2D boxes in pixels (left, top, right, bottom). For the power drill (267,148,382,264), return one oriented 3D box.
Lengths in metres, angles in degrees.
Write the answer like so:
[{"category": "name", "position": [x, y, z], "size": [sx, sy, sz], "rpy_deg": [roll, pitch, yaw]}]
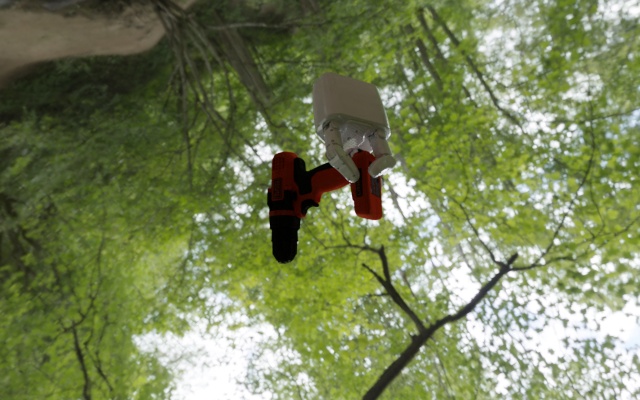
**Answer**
[{"category": "power drill", "position": [0.001, 0.002, 0.745], "size": [0.187, 0.184, 0.057], "rpy_deg": [-7, -12, 27]}]
